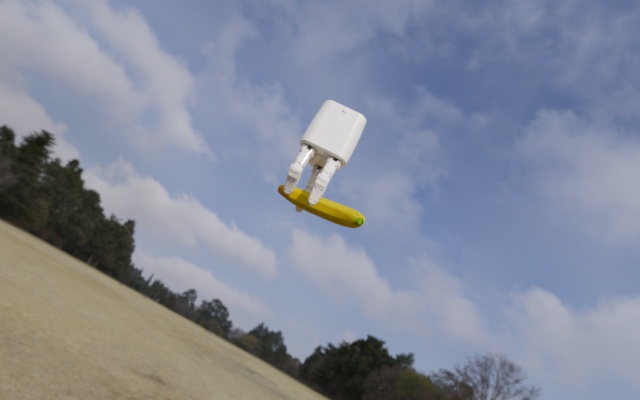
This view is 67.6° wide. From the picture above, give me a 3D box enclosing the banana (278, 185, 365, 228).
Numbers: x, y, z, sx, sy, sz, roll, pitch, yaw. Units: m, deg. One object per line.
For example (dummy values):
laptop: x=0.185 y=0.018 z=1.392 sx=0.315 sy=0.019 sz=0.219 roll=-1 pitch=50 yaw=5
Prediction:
banana: x=0.009 y=0.012 z=0.906 sx=0.197 sy=0.037 sz=0.070 roll=20 pitch=-18 yaw=30
